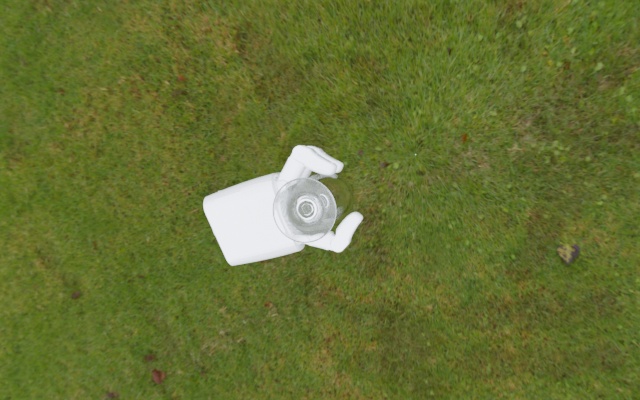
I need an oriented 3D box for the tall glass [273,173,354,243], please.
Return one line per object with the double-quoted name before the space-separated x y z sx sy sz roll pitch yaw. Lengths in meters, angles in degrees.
"tall glass" 0.000 0.002 0.634 0.079 0.079 0.201 0 5 11
